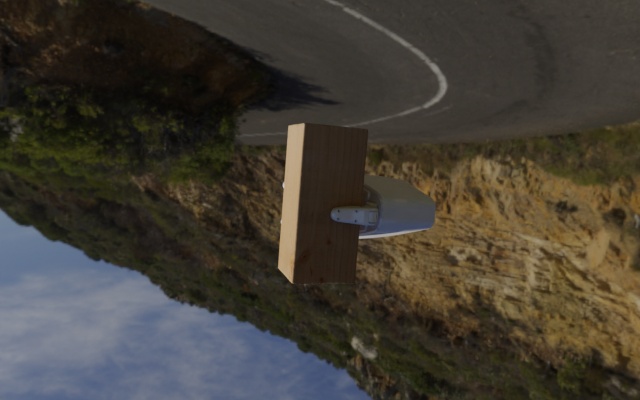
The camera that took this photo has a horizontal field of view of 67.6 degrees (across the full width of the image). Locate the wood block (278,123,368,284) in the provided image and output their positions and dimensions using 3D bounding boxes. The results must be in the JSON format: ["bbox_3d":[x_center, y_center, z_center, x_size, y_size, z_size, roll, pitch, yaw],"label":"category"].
[{"bbox_3d":[0.001,0.002,0.657,0.090,0.206,0.091,3,5,-19],"label":"wood block"}]
